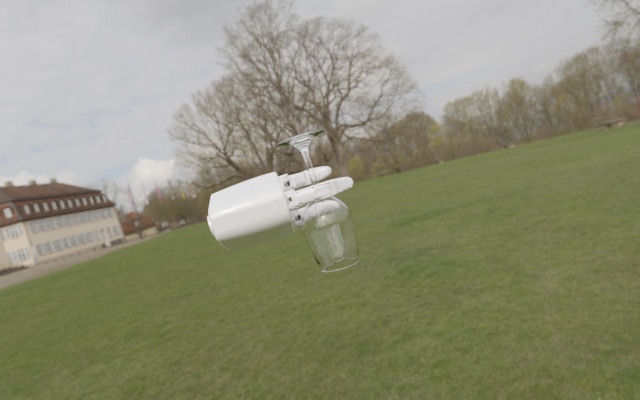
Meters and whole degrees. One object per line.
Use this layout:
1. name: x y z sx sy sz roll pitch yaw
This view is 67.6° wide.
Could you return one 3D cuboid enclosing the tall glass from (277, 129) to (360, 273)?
1. tall glass: 0.000 0.002 0.708 0.079 0.201 0.079 -18 1 0
